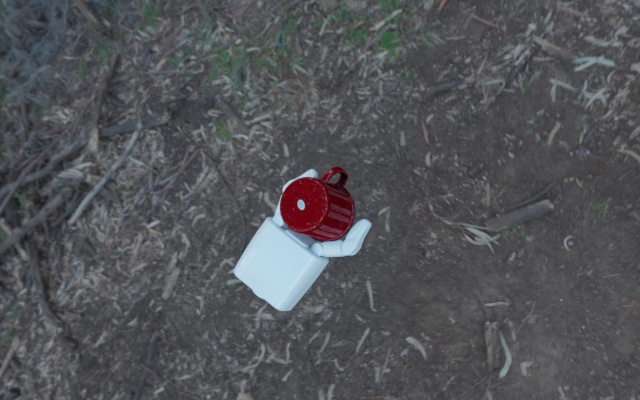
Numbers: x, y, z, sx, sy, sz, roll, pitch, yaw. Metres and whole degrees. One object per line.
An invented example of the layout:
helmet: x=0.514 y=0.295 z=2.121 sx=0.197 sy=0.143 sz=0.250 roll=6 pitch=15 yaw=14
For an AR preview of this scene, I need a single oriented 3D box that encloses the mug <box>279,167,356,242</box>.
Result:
mug: x=0.001 y=0.001 z=0.698 sx=0.093 sy=0.117 sz=0.081 roll=39 pitch=9 yaw=28
